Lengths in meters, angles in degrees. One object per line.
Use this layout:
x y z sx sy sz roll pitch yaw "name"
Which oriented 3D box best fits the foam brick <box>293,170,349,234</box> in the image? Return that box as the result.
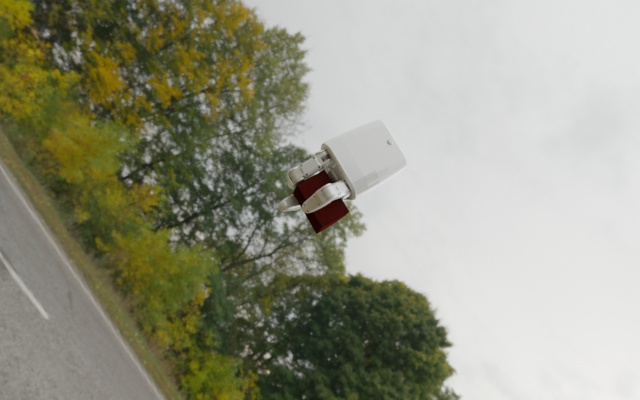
0.000 0.003 0.739 0.051 0.078 0.053 -28 -7 -16 "foam brick"
